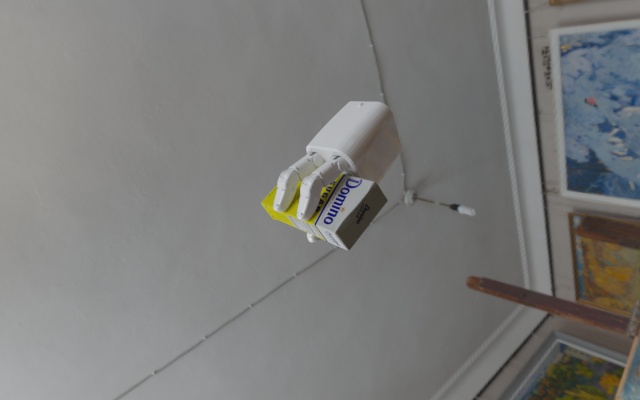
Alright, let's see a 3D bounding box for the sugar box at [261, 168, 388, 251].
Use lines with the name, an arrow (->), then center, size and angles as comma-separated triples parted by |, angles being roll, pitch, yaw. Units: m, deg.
sugar box -> 0.000, 0.002, 0.682 | 0.176, 0.093, 0.048 | 16, -30, 50
